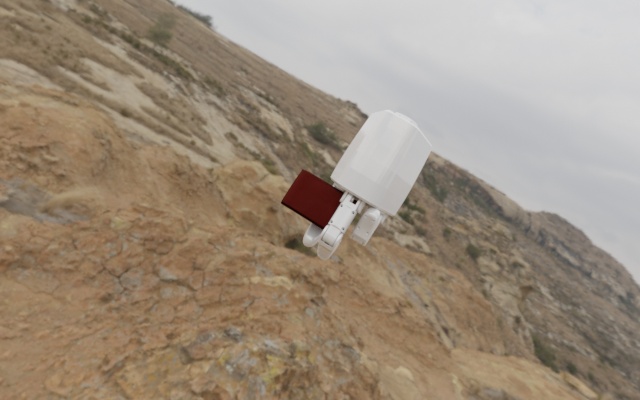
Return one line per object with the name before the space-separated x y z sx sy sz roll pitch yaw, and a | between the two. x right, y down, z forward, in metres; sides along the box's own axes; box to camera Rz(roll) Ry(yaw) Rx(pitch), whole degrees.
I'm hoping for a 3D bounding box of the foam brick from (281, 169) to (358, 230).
foam brick | 0.000 0.002 0.607 0.078 0.051 0.053 31 5 9
